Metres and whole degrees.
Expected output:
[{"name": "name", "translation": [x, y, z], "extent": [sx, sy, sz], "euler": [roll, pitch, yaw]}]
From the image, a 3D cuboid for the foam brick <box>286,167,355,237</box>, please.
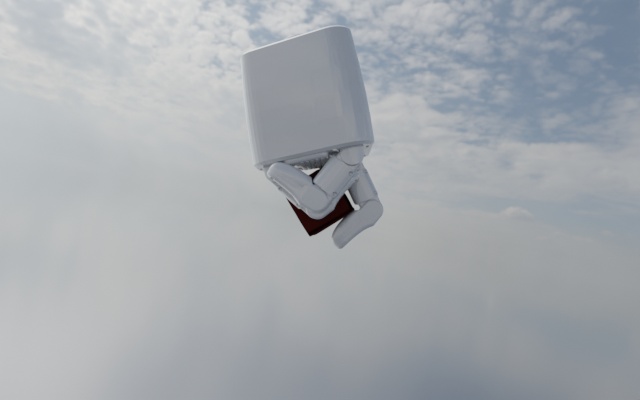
[{"name": "foam brick", "translation": [0.000, 0.002, 0.490], "extent": [0.053, 0.051, 0.078], "euler": [-31, -4, 0]}]
